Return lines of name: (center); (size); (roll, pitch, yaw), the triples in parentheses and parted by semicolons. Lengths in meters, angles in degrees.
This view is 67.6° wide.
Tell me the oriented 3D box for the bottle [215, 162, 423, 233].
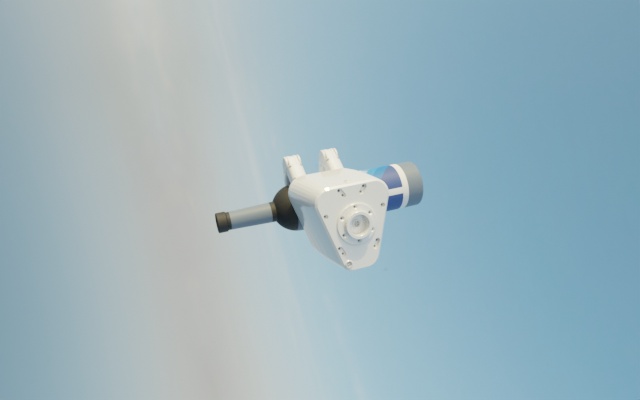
bottle: (0.000, 0.002, 0.678); (0.295, 0.069, 0.069); (-12, 3, -17)
